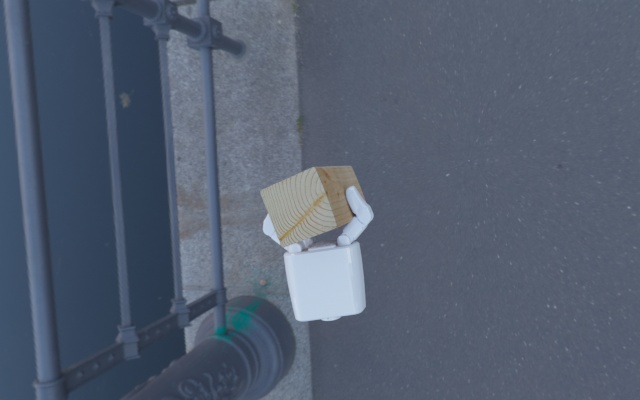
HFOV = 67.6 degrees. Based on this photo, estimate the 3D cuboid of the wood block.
[{"bbox_3d":[0.000,0.003,0.750,0.091,0.090,0.206,-22,-2,18],"label":"wood block"}]
